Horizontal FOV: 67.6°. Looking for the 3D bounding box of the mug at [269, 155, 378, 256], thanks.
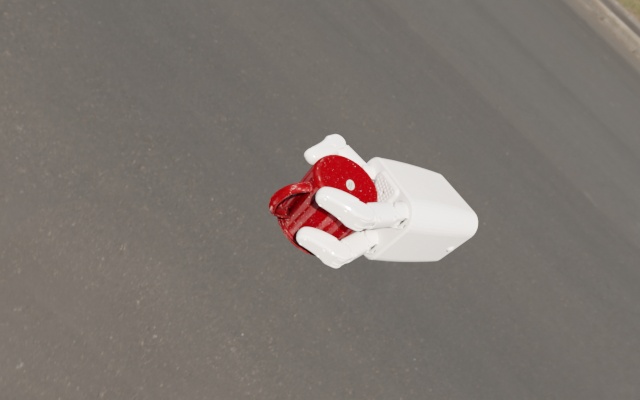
[{"bbox_3d":[-0.001,0.001,0.526,0.117,0.093,0.081,8,-38,-32],"label":"mug"}]
